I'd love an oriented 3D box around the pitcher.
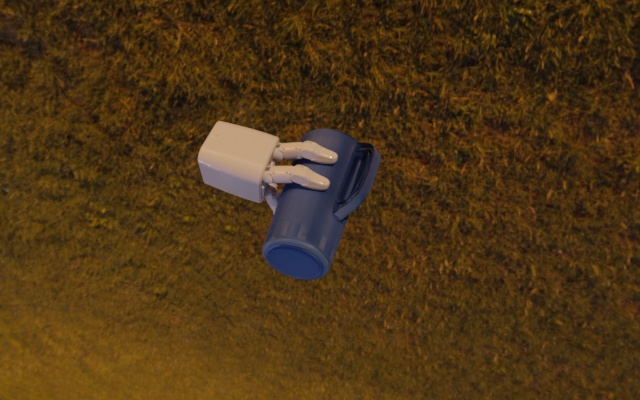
[{"bbox_3d":[0.000,0.003,0.788,0.145,0.242,0.149,18,-38,1],"label":"pitcher"}]
